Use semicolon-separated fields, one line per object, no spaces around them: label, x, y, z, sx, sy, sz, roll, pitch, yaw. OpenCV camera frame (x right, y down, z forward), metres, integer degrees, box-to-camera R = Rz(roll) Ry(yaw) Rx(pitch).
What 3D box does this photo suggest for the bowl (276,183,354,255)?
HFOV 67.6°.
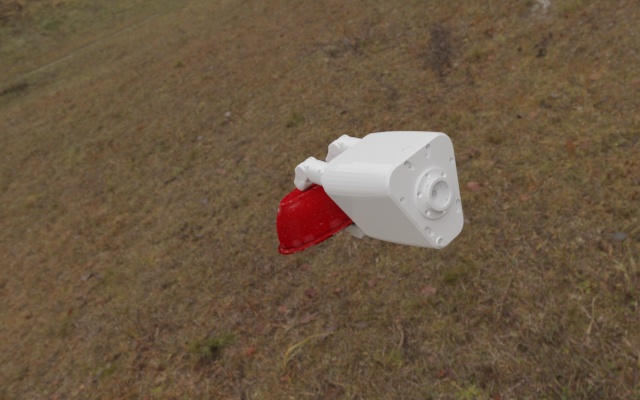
bowl;-0.001;0.002;0.618;0.162;0.055;0.162;-31;10;6
